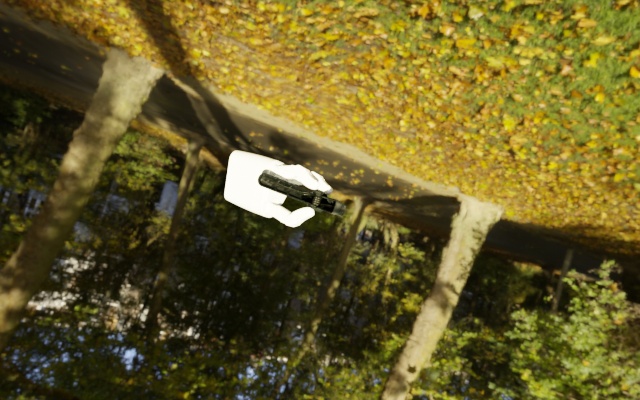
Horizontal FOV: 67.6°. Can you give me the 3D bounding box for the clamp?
[{"bbox_3d":[0.000,0.004,0.890,0.164,0.036,0.210,22,0,29],"label":"clamp"}]
